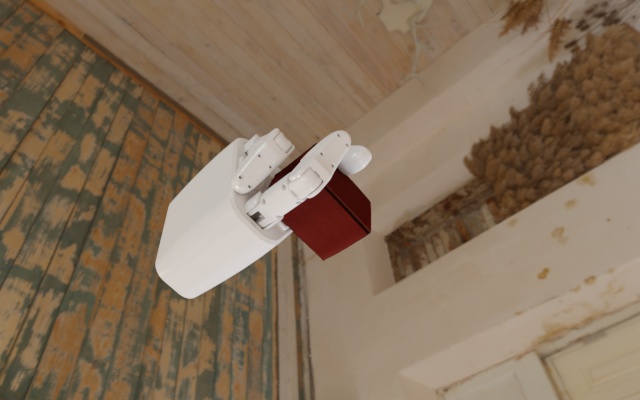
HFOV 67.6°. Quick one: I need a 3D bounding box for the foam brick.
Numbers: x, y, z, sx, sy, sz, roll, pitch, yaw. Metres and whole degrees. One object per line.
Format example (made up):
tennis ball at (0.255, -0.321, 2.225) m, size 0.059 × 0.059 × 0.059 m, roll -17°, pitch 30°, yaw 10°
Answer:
foam brick at (0.000, 0.002, 0.409) m, size 0.051 × 0.078 × 0.053 m, roll -37°, pitch 18°, yaw 23°
